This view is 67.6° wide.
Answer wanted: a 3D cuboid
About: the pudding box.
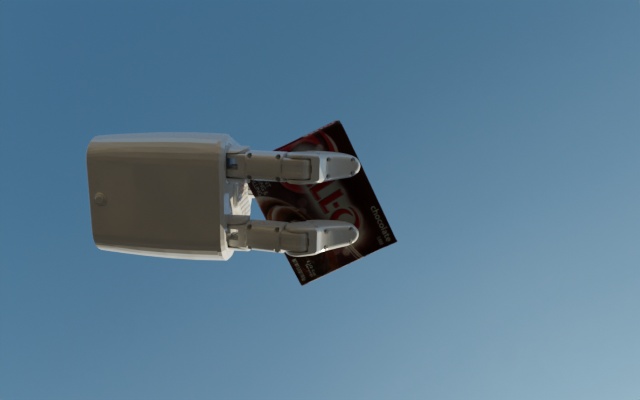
[{"bbox_3d":[0.000,0.001,0.403,0.090,0.113,0.039,-26,11,7],"label":"pudding box"}]
